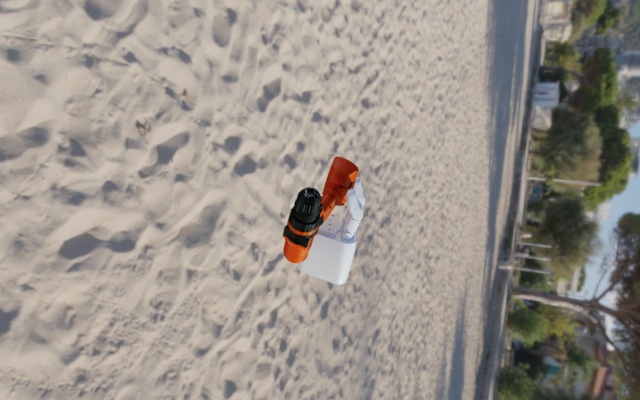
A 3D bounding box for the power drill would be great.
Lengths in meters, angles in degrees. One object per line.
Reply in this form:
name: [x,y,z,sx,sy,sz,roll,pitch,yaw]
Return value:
power drill: [0.000,0.003,0.852,0.057,0.185,0.187,31,50,11]
